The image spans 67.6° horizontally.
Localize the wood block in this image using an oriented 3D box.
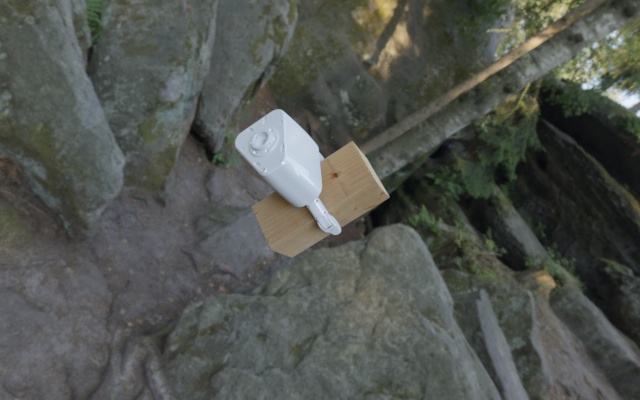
[{"bbox_3d":[0.000,0.003,0.820,0.206,0.090,0.090,-32,-25,11],"label":"wood block"}]
